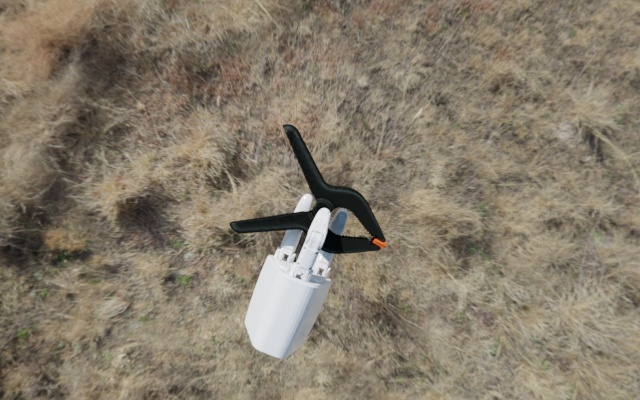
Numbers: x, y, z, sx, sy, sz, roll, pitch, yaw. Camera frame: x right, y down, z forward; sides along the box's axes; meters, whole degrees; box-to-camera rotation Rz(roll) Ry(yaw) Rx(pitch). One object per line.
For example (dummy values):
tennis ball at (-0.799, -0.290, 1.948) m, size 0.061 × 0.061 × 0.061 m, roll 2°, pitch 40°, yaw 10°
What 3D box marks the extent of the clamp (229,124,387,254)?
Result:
clamp at (0.001, 0.003, 0.654) m, size 0.210 × 0.164 × 0.036 m, roll 22°, pitch 5°, yaw -2°
